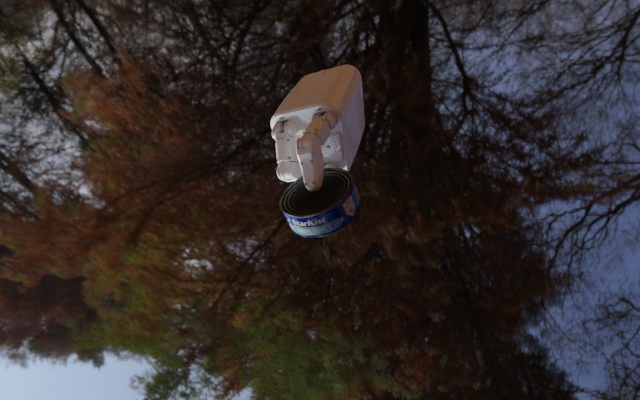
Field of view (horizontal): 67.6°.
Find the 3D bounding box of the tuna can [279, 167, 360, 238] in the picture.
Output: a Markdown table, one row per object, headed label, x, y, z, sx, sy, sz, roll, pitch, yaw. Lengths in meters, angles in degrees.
| label | x | y | z | sx | sy | sz | roll | pitch | yaw |
| --- | --- | --- | --- | --- | --- | --- | --- | --- | --- |
| tuna can | 0.000 | 0.002 | 0.530 | 0.086 | 0.034 | 0.086 | -16 | 33 | 11 |
